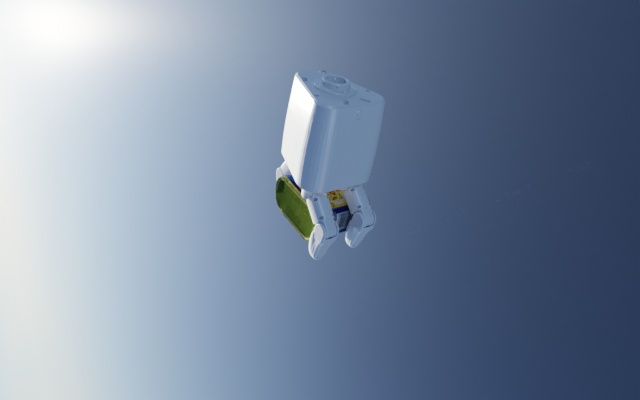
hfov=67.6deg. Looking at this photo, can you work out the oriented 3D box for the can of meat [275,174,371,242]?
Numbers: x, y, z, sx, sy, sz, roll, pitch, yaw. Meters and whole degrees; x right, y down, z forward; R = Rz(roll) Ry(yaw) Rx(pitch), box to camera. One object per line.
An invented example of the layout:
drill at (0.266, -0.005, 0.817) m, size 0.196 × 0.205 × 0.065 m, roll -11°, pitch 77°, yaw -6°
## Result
can of meat at (0.000, 0.002, 0.622) m, size 0.084 × 0.057 × 0.102 m, roll -14°, pitch 44°, yaw -33°
